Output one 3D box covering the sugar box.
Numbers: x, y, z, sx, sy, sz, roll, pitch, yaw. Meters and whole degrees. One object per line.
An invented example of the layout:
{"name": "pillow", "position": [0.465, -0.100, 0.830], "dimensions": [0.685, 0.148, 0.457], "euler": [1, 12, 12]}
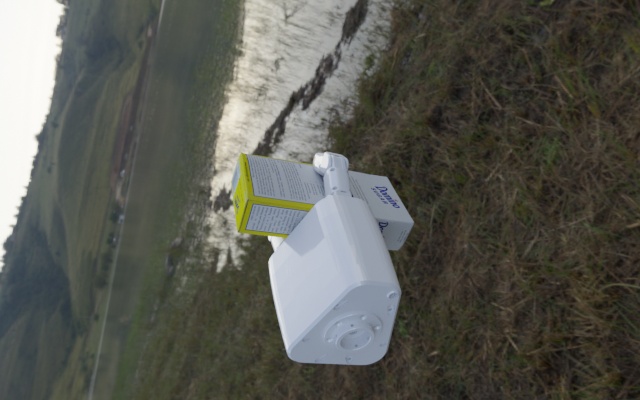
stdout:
{"name": "sugar box", "position": [0.000, 0.002, 0.499], "dimensions": [0.176, 0.048, 0.093], "euler": [11, 32, -21]}
